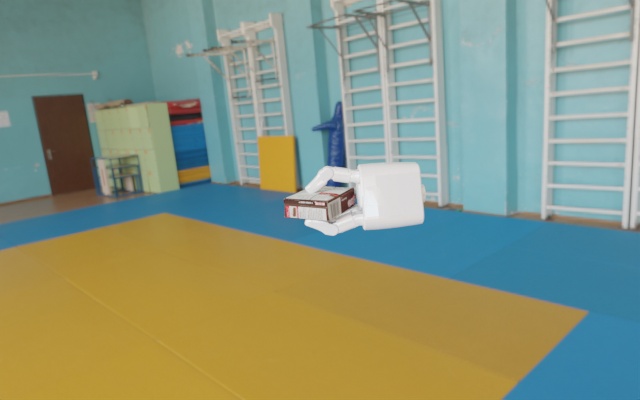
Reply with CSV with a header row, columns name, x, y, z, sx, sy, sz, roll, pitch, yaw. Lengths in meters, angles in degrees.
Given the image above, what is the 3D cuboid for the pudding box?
name,x,y,z,sx,sy,sz,roll,pitch,yaw
pudding box,0.000,0.003,0.855,0.090,0.039,0.113,3,14,28
